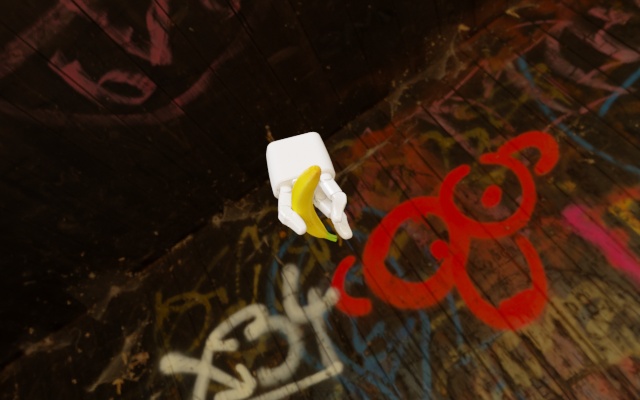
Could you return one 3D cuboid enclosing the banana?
[{"bbox_3d":[-0.018,0.007,0.831,0.069,0.037,0.198,-6,-39,8],"label":"banana"}]
